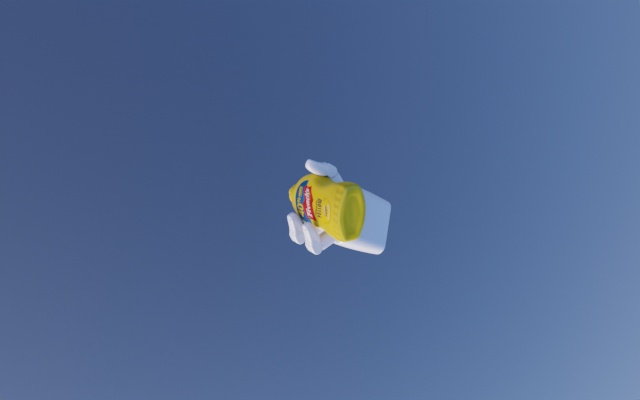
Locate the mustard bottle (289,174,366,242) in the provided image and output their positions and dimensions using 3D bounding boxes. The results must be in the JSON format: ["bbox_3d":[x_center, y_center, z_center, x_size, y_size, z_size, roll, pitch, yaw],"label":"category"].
[{"bbox_3d":[0.000,0.003,0.841,0.058,0.096,0.191,-9,17,-32],"label":"mustard bottle"}]
